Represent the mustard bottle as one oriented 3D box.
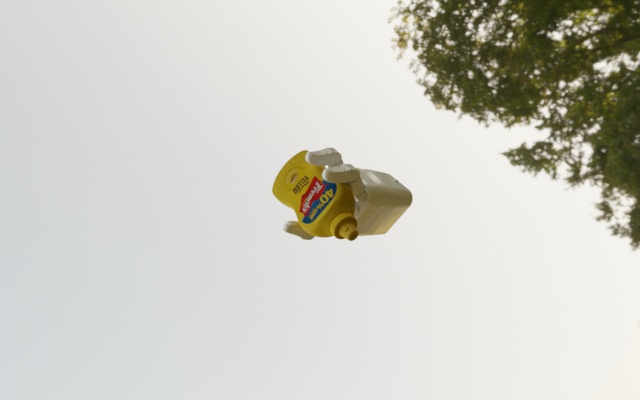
[{"bbox_3d":[0.000,0.002,0.746,0.058,0.096,0.191,34,8,-46],"label":"mustard bottle"}]
